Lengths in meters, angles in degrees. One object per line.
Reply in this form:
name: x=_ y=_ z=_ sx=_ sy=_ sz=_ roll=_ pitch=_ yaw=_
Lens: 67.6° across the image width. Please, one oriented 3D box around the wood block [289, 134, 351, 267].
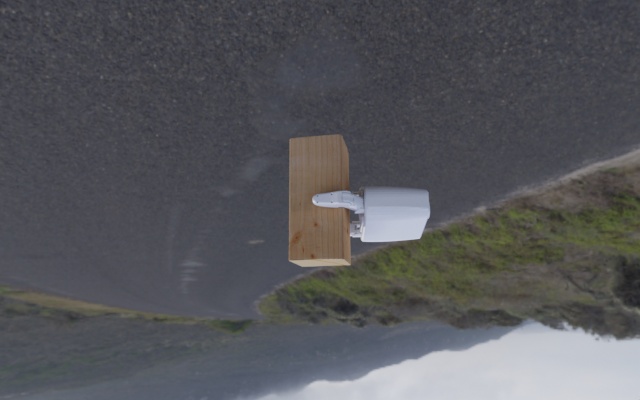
wood block: x=0.000 y=0.003 z=0.807 sx=0.090 sy=0.206 sz=0.091 roll=-3 pitch=-14 yaw=10
